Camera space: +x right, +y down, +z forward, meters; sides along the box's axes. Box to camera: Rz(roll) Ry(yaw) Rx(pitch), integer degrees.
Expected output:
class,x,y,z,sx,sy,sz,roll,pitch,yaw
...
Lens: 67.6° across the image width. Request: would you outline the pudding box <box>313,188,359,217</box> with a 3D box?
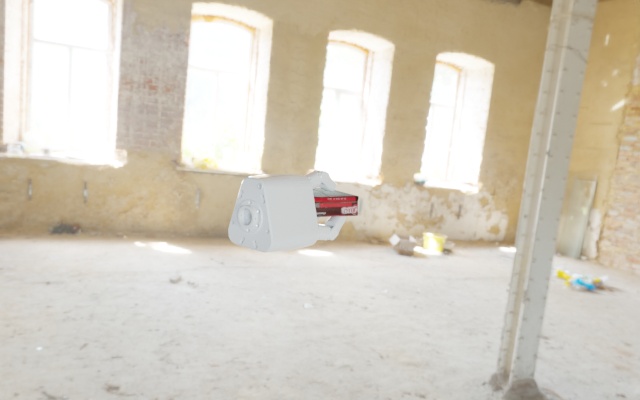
class,x,y,z,sx,sy,sz,roll,pitch,yaw
pudding box,0.000,0.003,0.819,0.090,0.039,0.113,0,10,-26
